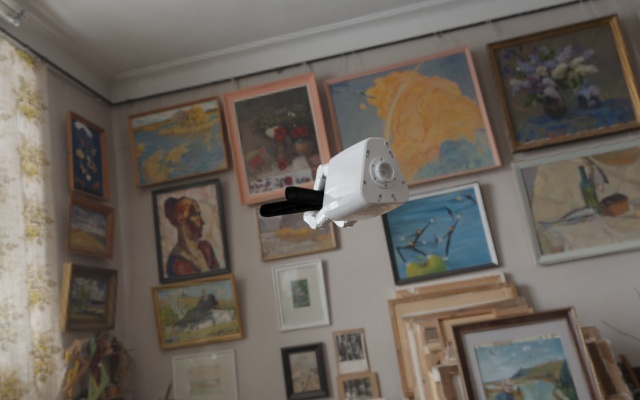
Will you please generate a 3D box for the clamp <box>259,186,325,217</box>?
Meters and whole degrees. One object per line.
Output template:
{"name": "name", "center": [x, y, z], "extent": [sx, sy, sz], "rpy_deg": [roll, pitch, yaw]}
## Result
{"name": "clamp", "center": [0.001, 0.002, 0.858], "extent": [0.210, 0.036, 0.164], "rpy_deg": [-1, -10, -30]}
